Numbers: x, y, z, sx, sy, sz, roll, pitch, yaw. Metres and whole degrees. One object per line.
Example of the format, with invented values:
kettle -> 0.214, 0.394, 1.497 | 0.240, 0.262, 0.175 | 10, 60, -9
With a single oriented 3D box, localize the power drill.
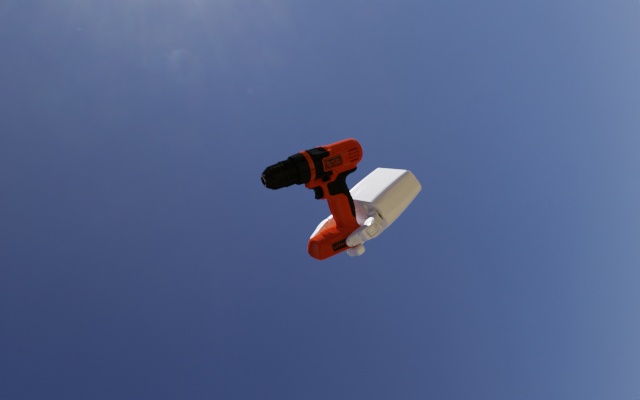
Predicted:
power drill -> 0.000, 0.003, 0.810 | 0.184, 0.188, 0.057 | -20, 24, -22
